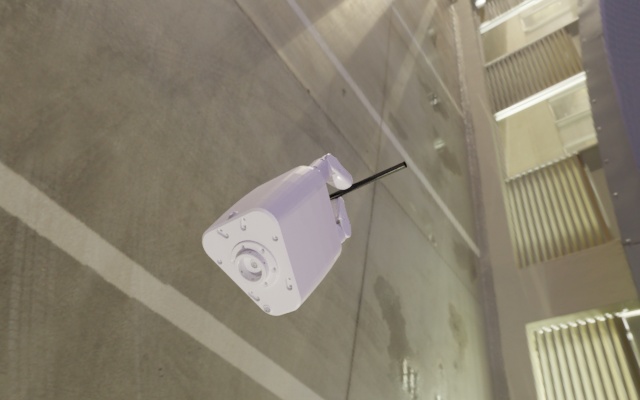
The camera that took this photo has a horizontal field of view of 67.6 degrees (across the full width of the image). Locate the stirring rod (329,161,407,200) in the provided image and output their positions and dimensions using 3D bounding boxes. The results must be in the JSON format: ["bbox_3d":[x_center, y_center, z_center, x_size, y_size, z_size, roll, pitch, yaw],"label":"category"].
[{"bbox_3d":[0.000,0.002,0.595,0.239,0.011,0.011,-24,-13,30],"label":"stirring rod"}]
